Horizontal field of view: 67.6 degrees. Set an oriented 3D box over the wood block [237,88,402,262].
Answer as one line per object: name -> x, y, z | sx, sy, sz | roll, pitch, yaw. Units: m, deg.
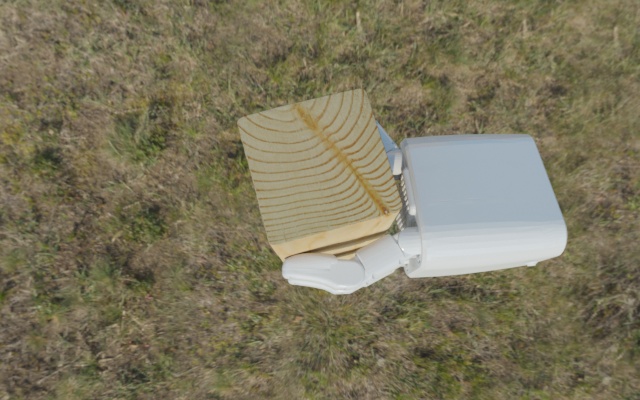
wood block -> 0.000, 0.001, 0.404 | 0.090, 0.090, 0.206 | -15, -14, -3
